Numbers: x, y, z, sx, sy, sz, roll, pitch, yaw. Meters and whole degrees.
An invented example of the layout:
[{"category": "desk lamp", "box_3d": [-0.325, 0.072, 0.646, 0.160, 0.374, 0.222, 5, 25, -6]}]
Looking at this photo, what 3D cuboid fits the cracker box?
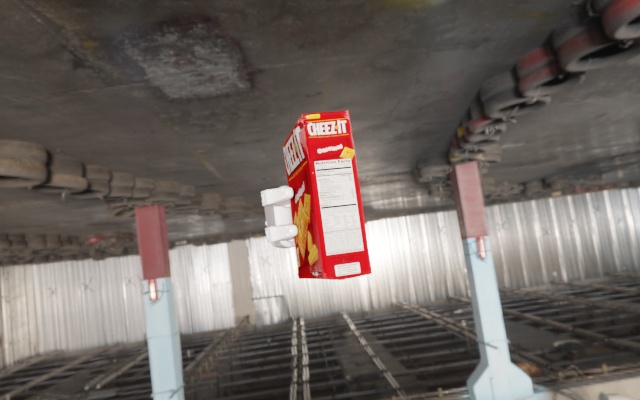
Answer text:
[{"category": "cracker box", "box_3d": [0.000, 0.002, 0.669, 0.072, 0.213, 0.164, -6, -6, -15]}]
